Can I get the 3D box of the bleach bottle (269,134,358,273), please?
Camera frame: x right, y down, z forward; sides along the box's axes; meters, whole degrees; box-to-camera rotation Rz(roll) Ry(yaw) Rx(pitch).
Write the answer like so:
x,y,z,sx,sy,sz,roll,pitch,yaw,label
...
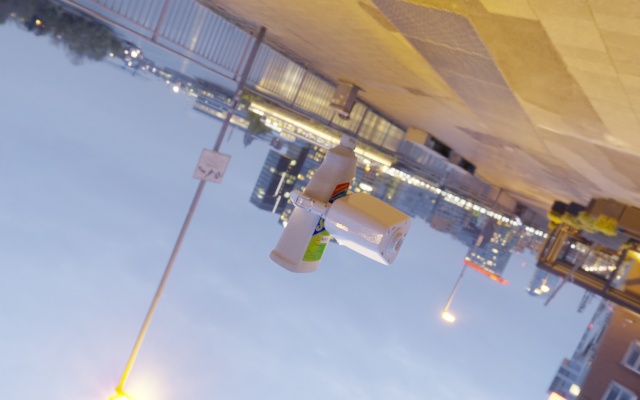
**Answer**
x,y,z,sx,sy,sz,roll,pitch,yaw,label
0.000,0.003,0.843,0.068,0.251,0.102,27,8,29,bleach bottle
